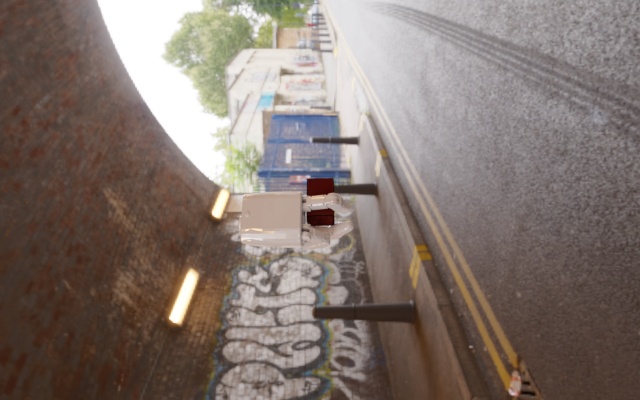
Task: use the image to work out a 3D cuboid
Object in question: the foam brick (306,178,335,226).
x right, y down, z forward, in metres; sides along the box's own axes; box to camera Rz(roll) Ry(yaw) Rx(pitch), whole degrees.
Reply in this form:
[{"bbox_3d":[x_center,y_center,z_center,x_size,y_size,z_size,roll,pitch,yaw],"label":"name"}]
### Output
[{"bbox_3d":[0.000,0.003,0.889,0.051,0.078,0.053,-1,-25,3],"label":"foam brick"}]
